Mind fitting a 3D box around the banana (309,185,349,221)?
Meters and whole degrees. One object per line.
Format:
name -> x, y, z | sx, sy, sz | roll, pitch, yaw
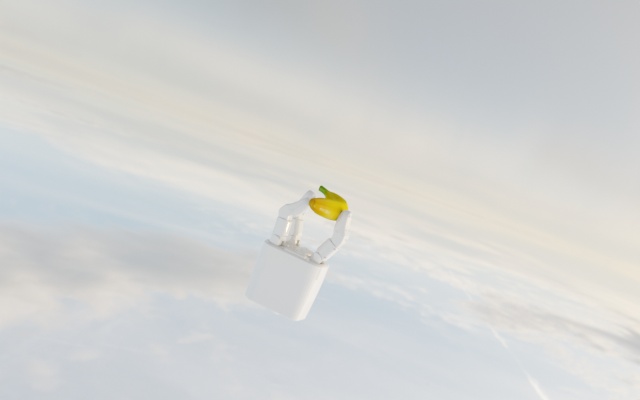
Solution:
banana -> 0.017, 0.010, 0.838 | 0.069, 0.037, 0.198 | 25, 7, 0
